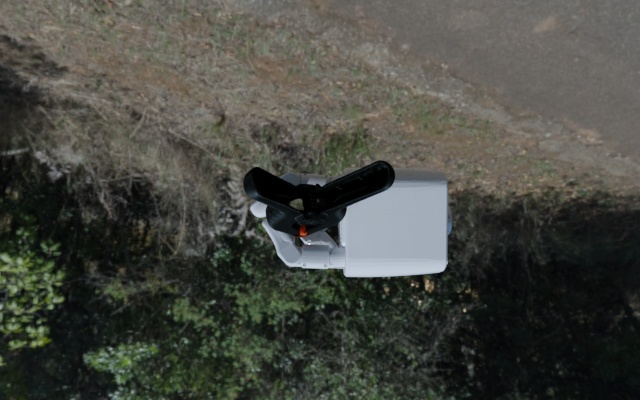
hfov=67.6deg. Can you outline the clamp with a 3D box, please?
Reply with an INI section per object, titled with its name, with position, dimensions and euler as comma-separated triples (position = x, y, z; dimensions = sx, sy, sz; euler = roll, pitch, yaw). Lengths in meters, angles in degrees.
[clamp]
position = 0.000, 0.002, 0.440
dimensions = 0.120, 0.039, 0.171
euler = -1, -14, 0
